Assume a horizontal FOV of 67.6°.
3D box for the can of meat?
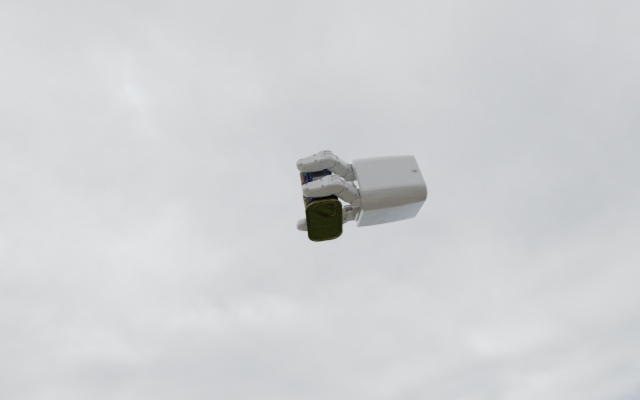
[{"bbox_3d":[0.000,0.002,0.767,0.057,0.084,0.102,-9,-39,-4],"label":"can of meat"}]
